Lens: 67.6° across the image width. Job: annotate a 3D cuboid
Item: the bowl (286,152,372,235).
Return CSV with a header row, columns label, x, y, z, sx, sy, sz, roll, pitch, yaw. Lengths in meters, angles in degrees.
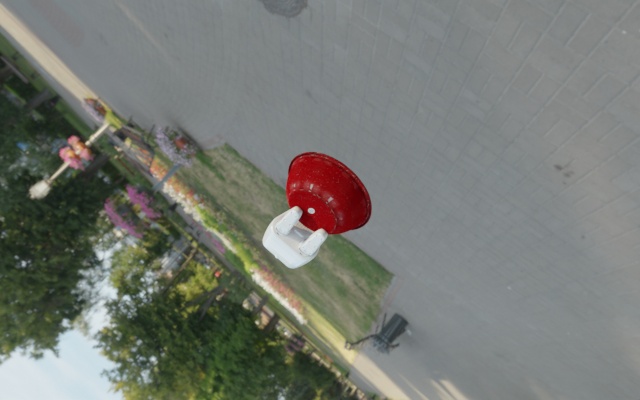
label,x,y,z,sx,sy,sz,roll,pitch,yaw
bowl,0.000,0.002,0.774,0.162,0.162,0.055,0,38,42
